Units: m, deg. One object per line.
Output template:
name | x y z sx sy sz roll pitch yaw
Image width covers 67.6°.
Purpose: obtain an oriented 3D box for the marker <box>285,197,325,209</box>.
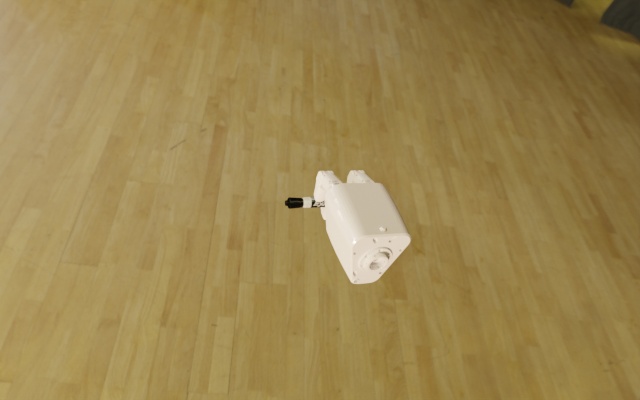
marker | 0.000 0.003 0.787 0.121 0.020 0.020 -2 1 -21
